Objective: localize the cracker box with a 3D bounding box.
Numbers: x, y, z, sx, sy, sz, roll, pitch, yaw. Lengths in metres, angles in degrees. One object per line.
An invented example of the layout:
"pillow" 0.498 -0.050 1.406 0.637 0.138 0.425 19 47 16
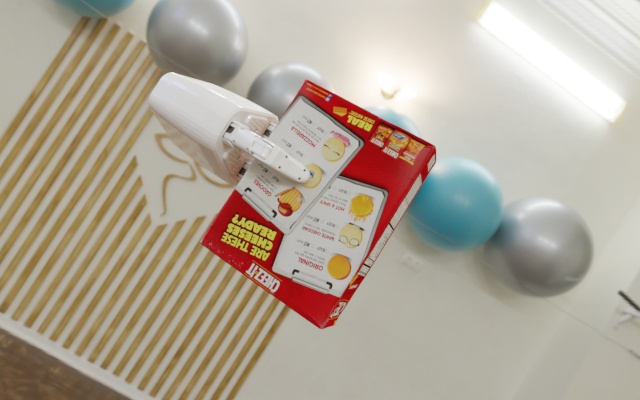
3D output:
"cracker box" 0.000 0.002 0.517 0.164 0.213 0.072 31 -2 19
